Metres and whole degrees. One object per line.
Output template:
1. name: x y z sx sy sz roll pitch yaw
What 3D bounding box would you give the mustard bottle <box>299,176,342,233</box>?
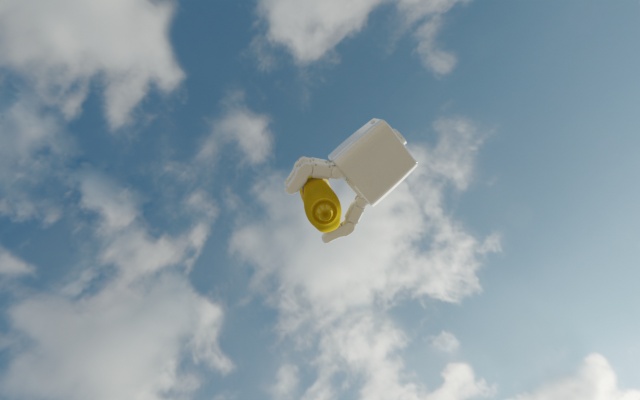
1. mustard bottle: 0.000 0.003 0.803 0.058 0.096 0.191 -18 13 -2
